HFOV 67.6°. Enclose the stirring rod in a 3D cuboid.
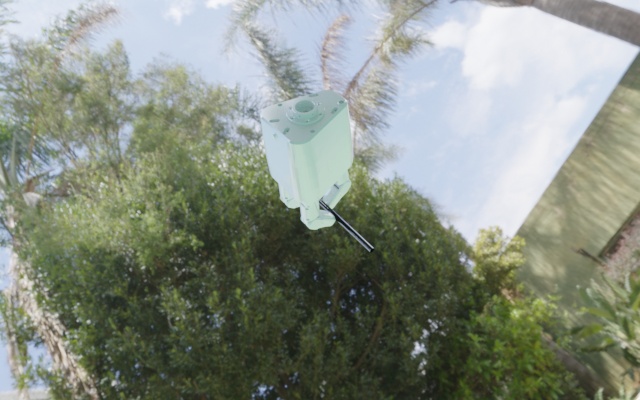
[{"bbox_3d":[0.000,0.002,0.737,0.011,0.011,0.239,0,34,-47],"label":"stirring rod"}]
